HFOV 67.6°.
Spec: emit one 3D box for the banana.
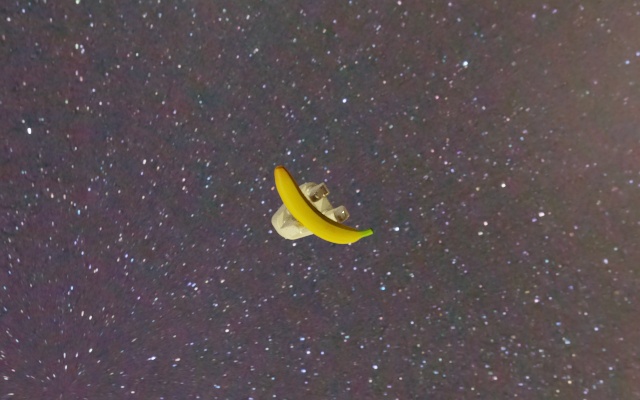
[{"bbox_3d":[-0.008,0.019,0.813,0.198,0.069,0.037,34,15,-9],"label":"banana"}]
